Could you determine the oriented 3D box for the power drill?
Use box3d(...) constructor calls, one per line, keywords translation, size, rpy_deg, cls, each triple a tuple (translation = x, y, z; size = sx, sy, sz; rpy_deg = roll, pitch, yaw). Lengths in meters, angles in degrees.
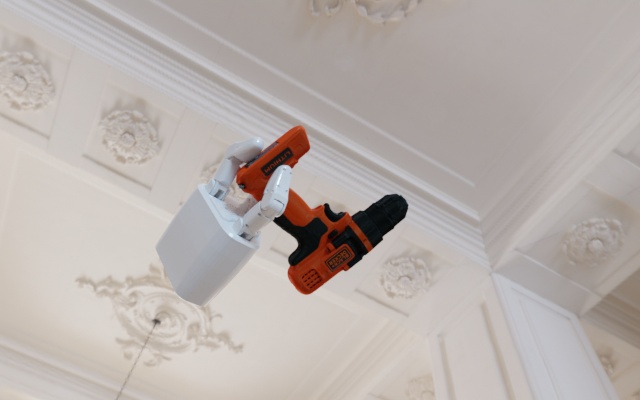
box3d(translation=(0.000, 0.002, 0.602), size=(0.184, 0.188, 0.057), rpy_deg=(-38, 15, -6), cls="power drill")
